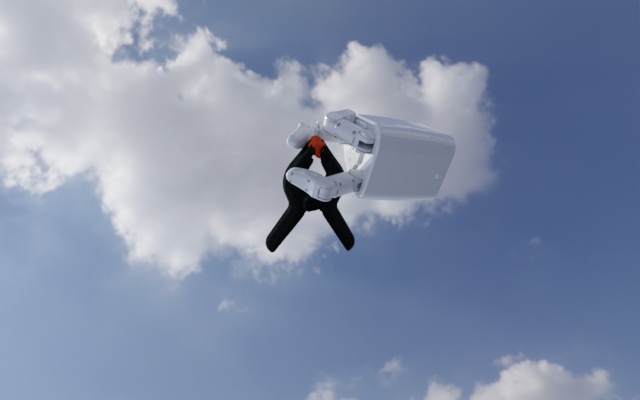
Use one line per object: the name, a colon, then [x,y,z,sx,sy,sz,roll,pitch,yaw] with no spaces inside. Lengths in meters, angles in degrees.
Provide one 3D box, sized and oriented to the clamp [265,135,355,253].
clamp: [0.000,0.002,0.616,0.120,0.172,0.039,4,34,-17]
